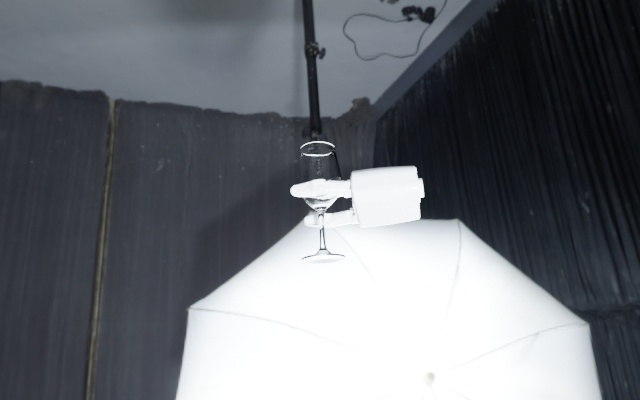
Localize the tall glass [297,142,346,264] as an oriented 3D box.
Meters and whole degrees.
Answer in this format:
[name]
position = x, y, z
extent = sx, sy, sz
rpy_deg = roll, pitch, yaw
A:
[tall glass]
position = 0.000, 0.003, 0.818
extent = 0.079, 0.201, 0.079
rpy_deg = -3, -18, -1
